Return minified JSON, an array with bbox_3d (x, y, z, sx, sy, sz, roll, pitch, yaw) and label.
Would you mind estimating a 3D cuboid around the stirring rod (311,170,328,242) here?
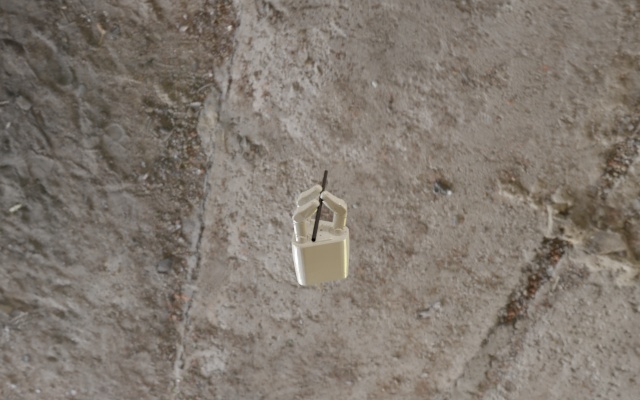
[{"bbox_3d":[0.000,0.003,0.900,0.011,0.011,0.239,0,32,7],"label":"stirring rod"}]
